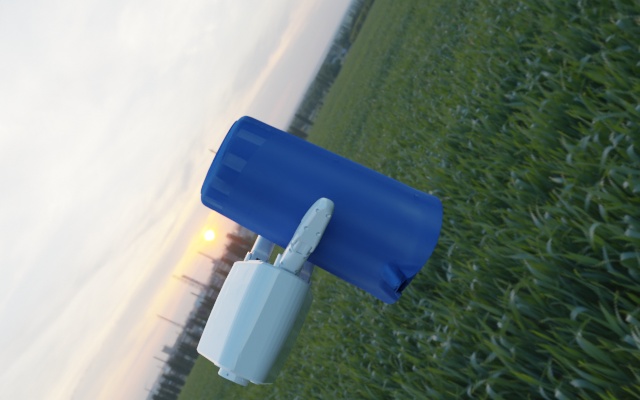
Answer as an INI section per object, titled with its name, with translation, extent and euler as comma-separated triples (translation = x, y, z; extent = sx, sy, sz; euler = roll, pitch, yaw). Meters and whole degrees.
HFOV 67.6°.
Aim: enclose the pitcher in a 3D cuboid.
[pitcher]
translation = 0.000, 0.002, 0.536
extent = 0.243, 0.145, 0.149
euler = 26, -17, -8
